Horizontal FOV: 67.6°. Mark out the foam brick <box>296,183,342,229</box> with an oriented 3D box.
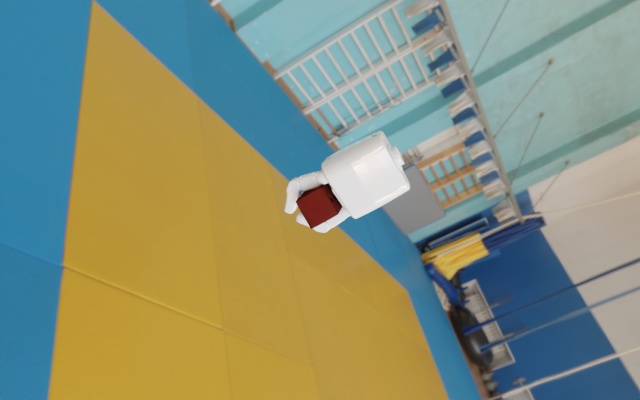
[{"bbox_3d":[0.000,0.003,0.782,0.051,0.053,0.078,-28,9,16],"label":"foam brick"}]
